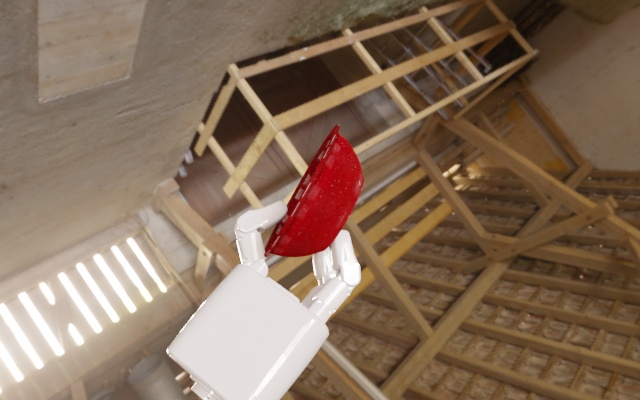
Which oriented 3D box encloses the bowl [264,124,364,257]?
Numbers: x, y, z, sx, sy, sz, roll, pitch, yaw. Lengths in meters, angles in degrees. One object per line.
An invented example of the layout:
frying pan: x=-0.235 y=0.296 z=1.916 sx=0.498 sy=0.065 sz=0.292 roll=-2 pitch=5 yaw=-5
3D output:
bowl: x=0.001 y=0.001 z=0.512 sx=0.055 sy=0.162 sz=0.162 roll=29 pitch=-3 yaw=-6
